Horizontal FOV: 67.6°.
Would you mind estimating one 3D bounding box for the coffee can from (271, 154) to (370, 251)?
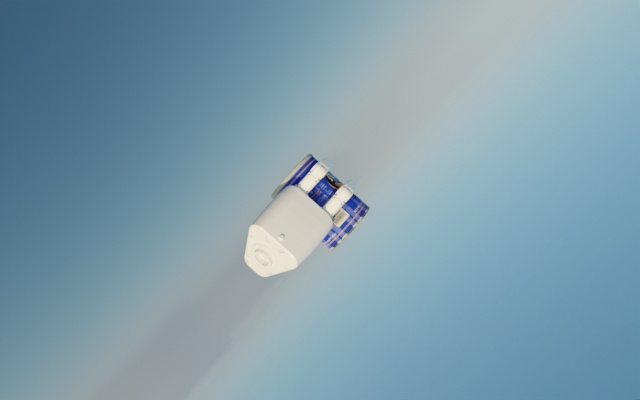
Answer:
[{"bbox_3d":[0.000,0.003,0.831,0.140,0.103,0.103,42,0,0],"label":"coffee can"}]
